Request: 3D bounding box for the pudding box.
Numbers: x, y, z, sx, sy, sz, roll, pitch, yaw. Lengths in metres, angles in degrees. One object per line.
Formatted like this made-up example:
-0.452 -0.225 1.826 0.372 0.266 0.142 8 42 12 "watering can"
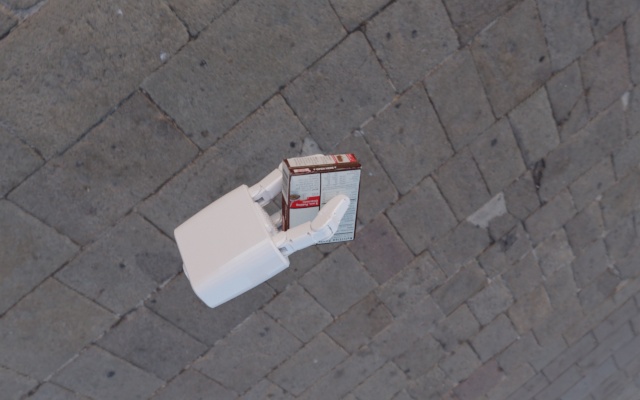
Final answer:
0.000 0.002 0.583 0.090 0.114 0.039 -7 36 -14 "pudding box"
